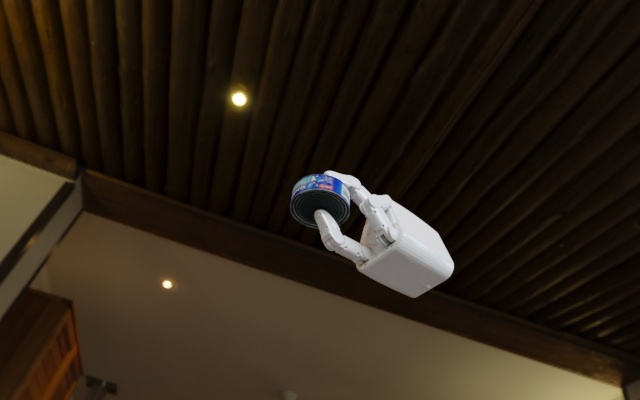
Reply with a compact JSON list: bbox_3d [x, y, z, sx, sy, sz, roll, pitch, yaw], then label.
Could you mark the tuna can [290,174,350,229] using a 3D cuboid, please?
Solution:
[{"bbox_3d":[0.000,0.002,0.685,0.086,0.033,0.086,3,-42,3],"label":"tuna can"}]
